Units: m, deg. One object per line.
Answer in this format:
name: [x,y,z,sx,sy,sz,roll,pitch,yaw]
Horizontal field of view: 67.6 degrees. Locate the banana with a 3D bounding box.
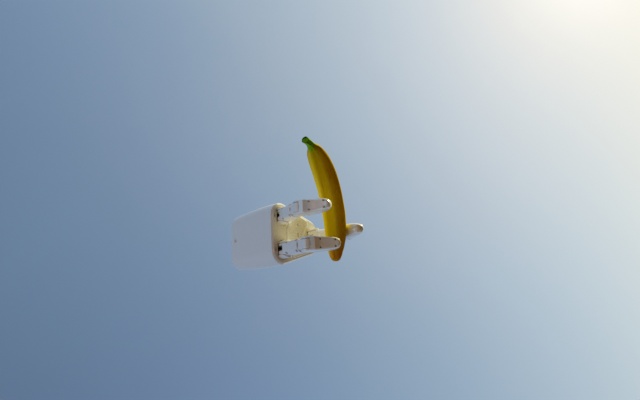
banana: [0.009,-0.005,0.754,0.037,0.198,0.069,-12,7,34]
